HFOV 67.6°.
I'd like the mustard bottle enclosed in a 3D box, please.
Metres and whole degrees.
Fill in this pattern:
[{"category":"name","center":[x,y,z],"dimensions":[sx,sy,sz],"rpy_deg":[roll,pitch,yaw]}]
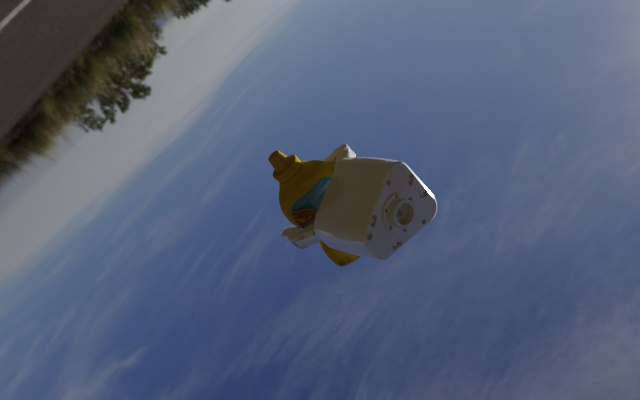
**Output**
[{"category":"mustard bottle","center":[0.000,0.002,0.658],"dimensions":[0.192,0.096,0.058],"rpy_deg":[44,8,-26]}]
